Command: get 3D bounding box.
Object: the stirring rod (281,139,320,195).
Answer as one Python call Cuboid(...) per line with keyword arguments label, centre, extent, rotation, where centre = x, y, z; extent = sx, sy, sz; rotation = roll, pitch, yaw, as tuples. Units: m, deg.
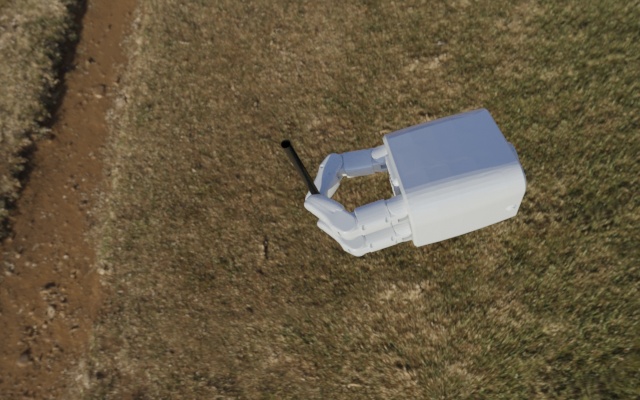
Cuboid(label="stirring rod", centre=(0.000, 0.002, 0.482), extent=(0.011, 0.011, 0.240), rotation=(0, -22, 14))
